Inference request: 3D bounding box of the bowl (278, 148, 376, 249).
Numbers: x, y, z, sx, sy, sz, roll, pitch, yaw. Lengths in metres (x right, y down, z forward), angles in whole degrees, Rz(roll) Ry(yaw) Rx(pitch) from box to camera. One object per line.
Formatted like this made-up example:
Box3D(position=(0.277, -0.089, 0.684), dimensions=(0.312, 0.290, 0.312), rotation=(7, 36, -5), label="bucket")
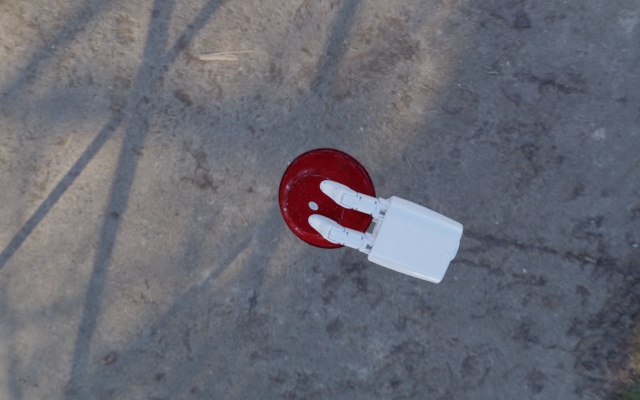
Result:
Box3D(position=(-0.001, 0.002, 0.726), dimensions=(0.162, 0.162, 0.055), rotation=(0, 10, 19), label="bowl")
